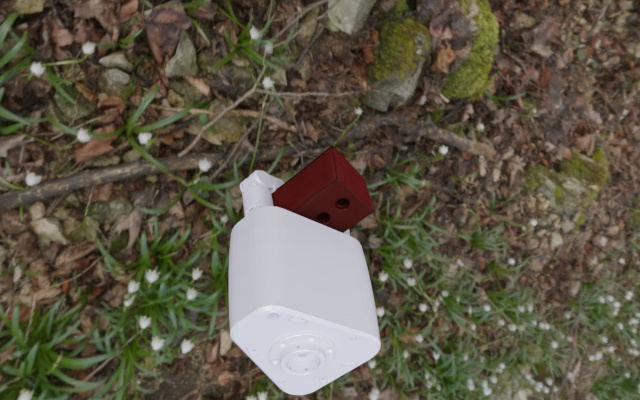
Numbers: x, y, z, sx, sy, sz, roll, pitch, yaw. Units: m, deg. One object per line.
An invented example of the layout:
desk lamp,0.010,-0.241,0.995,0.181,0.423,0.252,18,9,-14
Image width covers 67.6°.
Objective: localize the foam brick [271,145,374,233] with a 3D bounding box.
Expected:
foam brick,0.000,0.001,0.431,0.078,0.051,0.053,-37,-58,20
